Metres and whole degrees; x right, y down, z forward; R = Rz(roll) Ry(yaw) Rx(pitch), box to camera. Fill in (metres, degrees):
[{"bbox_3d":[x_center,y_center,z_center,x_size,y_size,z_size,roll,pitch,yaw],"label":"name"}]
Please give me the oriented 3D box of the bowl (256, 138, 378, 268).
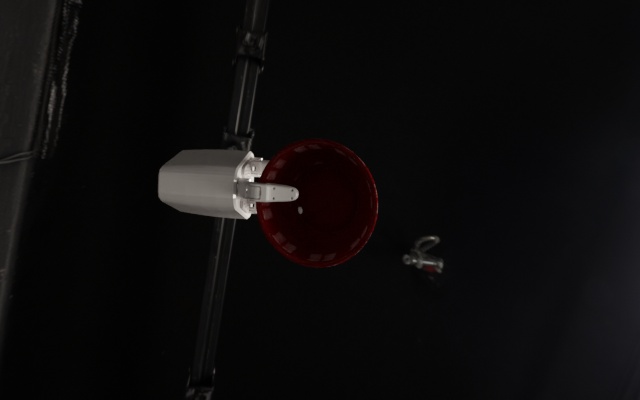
[{"bbox_3d":[0.001,0.002,0.618,0.162,0.162,0.055,0,4,19],"label":"bowl"}]
